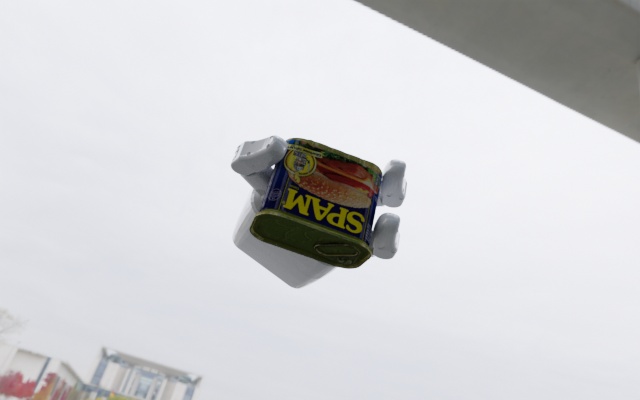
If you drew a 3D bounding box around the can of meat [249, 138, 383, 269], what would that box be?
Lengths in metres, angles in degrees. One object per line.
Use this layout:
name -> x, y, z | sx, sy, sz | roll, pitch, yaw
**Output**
can of meat -> 0.000, 0.001, 0.418 | 0.102, 0.084, 0.057 | 20, -31, -9
